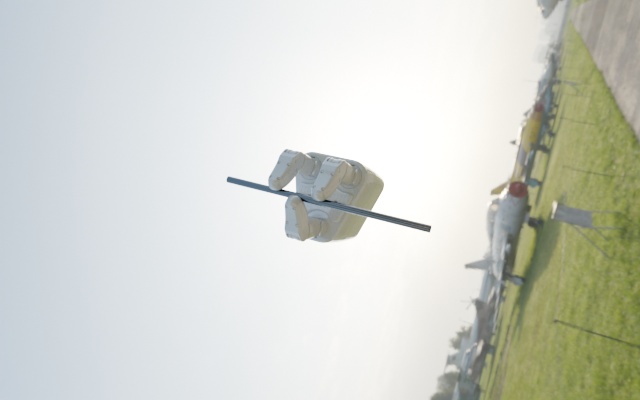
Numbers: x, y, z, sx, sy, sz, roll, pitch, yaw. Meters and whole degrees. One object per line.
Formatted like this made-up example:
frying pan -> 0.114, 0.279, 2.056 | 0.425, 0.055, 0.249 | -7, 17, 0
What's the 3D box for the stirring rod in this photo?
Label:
stirring rod -> 0.000, 0.002, 0.515 | 0.239, 0.011, 0.011 | 14, 5, 22
